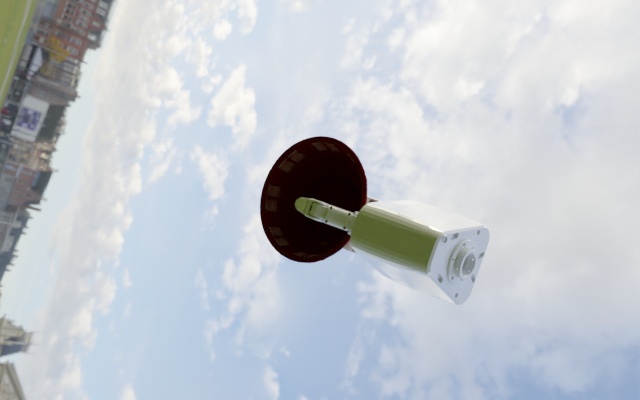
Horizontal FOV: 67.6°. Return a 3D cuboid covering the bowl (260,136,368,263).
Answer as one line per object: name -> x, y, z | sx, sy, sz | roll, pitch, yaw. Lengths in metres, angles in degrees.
bowl -> -0.001, 0.001, 0.617 | 0.162, 0.162, 0.055 | 0, -11, 33
